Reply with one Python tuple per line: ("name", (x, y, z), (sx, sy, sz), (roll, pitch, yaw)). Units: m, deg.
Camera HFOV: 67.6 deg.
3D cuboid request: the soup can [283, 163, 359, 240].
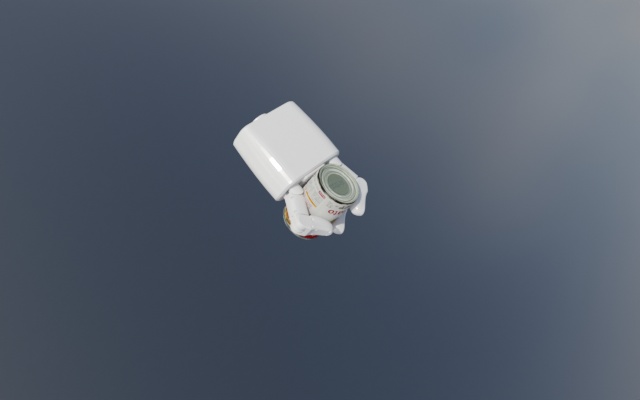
("soup can", (0.001, 0.003, 0.681), (0.068, 0.068, 0.102), (0, -32, -37))
